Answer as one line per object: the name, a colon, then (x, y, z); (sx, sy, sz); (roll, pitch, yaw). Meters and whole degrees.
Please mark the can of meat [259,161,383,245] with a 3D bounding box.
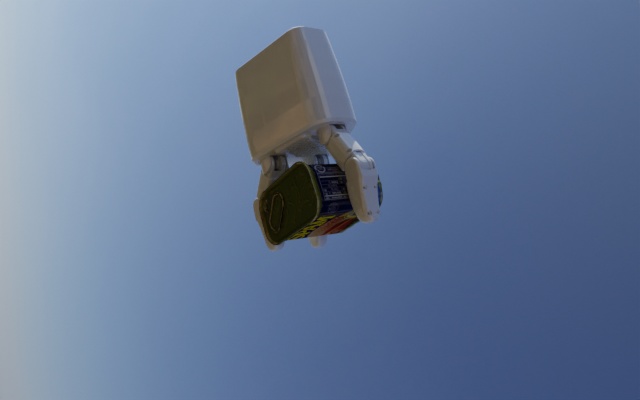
can of meat: (0.000, 0.002, 0.474); (0.084, 0.057, 0.102); (-6, -19, -36)
